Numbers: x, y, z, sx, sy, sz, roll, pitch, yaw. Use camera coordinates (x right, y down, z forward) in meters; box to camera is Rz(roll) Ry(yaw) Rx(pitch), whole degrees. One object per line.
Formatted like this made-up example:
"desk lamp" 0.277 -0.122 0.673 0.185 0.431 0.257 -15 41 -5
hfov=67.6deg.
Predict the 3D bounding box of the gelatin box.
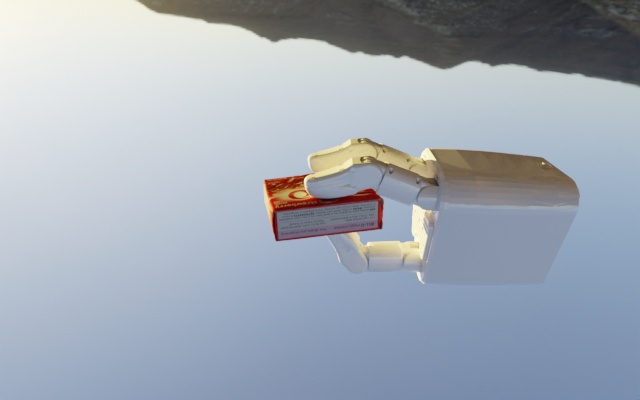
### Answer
"gelatin box" 0.000 0.002 0.400 0.089 0.030 0.073 -7 23 -10
